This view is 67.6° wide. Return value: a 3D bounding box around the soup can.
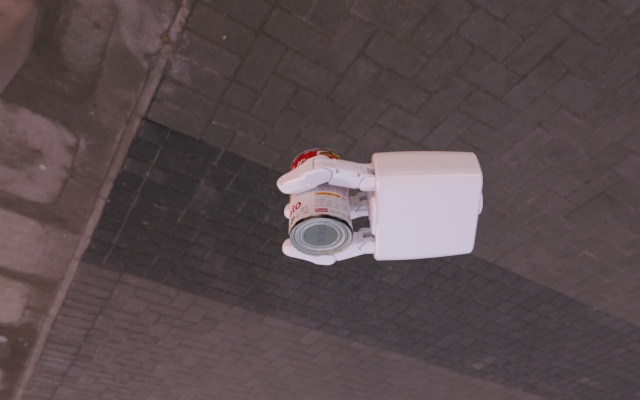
[{"bbox_3d":[0.000,0.002,0.521,0.068,0.102,0.069,-1,-43,-1],"label":"soup can"}]
